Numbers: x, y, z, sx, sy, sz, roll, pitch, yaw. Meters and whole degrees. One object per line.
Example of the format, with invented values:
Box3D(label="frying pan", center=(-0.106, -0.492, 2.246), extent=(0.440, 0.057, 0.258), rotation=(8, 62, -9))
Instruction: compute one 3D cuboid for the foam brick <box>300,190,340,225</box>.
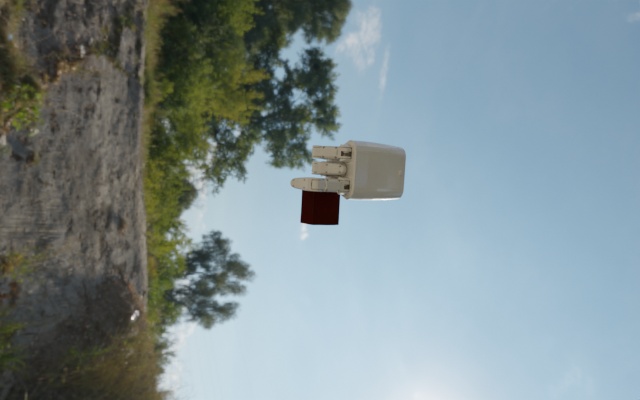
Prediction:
Box3D(label="foam brick", center=(0.000, 0.003, 0.817), extent=(0.051, 0.078, 0.053), rotation=(2, 3, -26))
